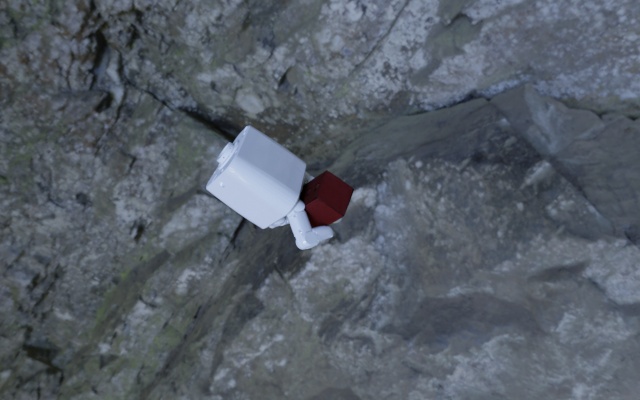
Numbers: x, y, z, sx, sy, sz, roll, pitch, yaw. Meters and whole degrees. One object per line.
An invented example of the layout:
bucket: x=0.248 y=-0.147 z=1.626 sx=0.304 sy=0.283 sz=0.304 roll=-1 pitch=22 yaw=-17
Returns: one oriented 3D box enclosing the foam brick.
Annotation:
foam brick: x=0.000 y=0.002 z=0.694 sx=0.051 sy=0.053 sz=0.078 roll=36 pitch=-38 yaw=-19
